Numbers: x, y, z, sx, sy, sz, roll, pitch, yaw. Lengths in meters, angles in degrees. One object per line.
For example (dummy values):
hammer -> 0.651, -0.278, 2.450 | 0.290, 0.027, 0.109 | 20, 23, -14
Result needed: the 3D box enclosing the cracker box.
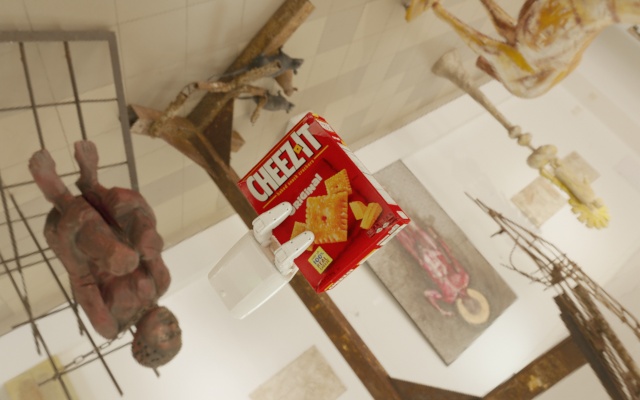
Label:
cracker box -> 0.000, 0.002, 0.710 | 0.164, 0.213, 0.072 | -43, -17, 14
